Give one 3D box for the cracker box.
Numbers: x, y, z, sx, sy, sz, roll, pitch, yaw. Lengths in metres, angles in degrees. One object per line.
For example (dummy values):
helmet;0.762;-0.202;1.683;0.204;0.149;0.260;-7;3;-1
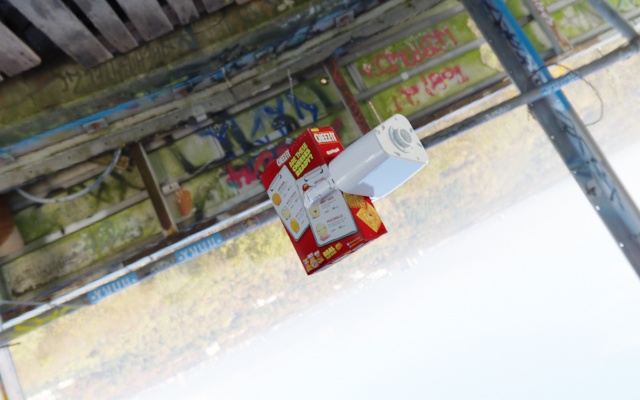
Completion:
cracker box;0.000;0.003;0.849;0.072;0.213;0.164;-13;-18;-46
